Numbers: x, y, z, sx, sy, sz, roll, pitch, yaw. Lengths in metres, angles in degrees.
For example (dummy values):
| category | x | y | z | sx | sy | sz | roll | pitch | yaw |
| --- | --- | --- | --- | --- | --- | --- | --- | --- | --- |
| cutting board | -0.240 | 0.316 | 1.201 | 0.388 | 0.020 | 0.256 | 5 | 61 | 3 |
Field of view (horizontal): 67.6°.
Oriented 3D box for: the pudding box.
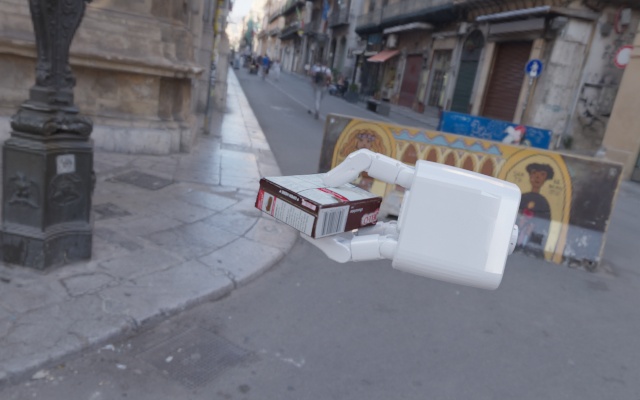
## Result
| category | x | y | z | sx | sy | sz | roll | pitch | yaw |
| --- | --- | --- | --- | --- | --- | --- | --- | --- | --- |
| pudding box | 0.000 | 0.002 | 0.521 | 0.090 | 0.039 | 0.113 | 24 | 18 | 36 |
